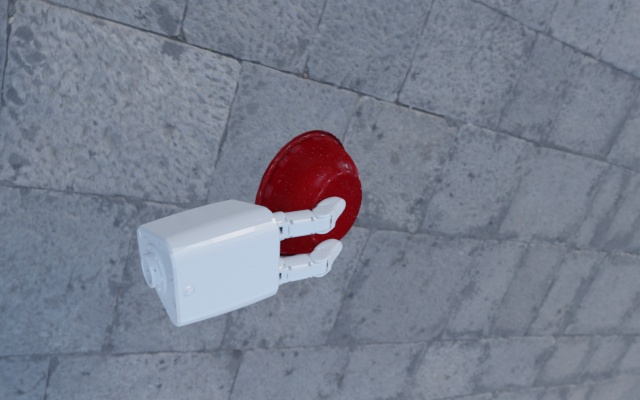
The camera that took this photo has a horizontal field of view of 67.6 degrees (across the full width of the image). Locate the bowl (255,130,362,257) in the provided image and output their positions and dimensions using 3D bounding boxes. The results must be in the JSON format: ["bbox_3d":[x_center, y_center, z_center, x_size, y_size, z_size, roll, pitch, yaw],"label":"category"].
[{"bbox_3d":[0.001,0.001,0.564,0.055,0.162,0.162,24,15,36],"label":"bowl"}]
